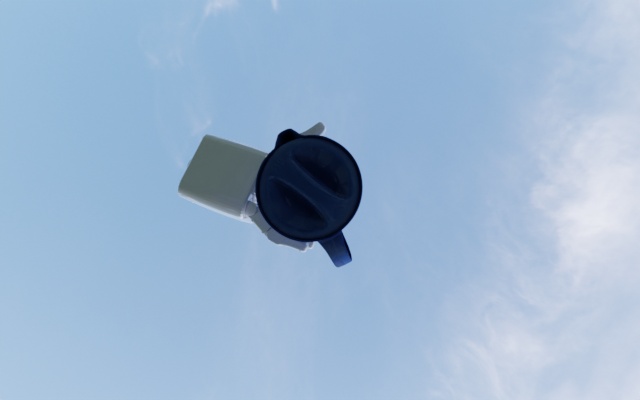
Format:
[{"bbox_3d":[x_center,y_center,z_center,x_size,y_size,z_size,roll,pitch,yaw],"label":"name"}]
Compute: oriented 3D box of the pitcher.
[{"bbox_3d":[0.000,0.002,0.696,0.145,0.149,0.243,19,-2,7],"label":"pitcher"}]
